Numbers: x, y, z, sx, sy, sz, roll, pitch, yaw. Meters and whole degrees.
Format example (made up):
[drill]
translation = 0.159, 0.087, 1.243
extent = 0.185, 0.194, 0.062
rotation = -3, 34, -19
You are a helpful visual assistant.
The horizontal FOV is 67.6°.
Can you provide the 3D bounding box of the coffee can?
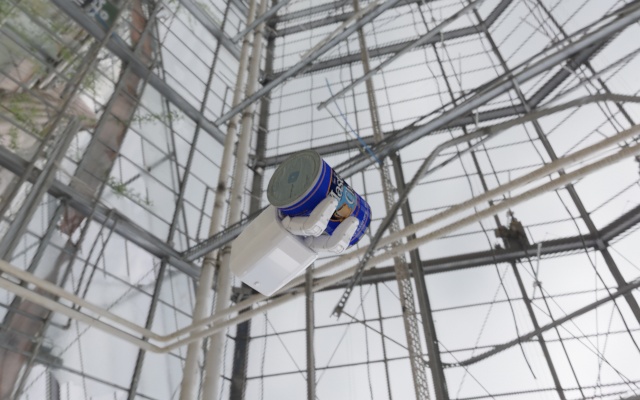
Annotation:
[coffee can]
translation = 0.000, 0.002, 0.744
extent = 0.103, 0.102, 0.140
rotation = 0, -33, 45
